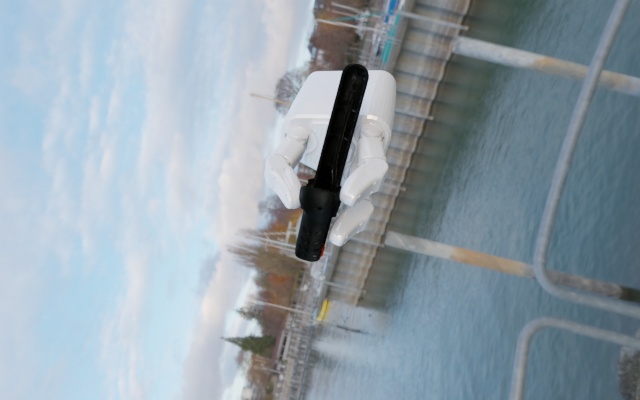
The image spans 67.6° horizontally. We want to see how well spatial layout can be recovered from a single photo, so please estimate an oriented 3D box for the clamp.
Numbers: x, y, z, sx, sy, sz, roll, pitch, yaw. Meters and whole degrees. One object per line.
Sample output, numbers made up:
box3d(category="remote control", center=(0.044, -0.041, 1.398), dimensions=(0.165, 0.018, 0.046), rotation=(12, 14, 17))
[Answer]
box3d(category="clamp", center=(-0.001, 0.001, 0.444), dimensions=(0.036, 0.210, 0.164), rotation=(16, 44, 3))
